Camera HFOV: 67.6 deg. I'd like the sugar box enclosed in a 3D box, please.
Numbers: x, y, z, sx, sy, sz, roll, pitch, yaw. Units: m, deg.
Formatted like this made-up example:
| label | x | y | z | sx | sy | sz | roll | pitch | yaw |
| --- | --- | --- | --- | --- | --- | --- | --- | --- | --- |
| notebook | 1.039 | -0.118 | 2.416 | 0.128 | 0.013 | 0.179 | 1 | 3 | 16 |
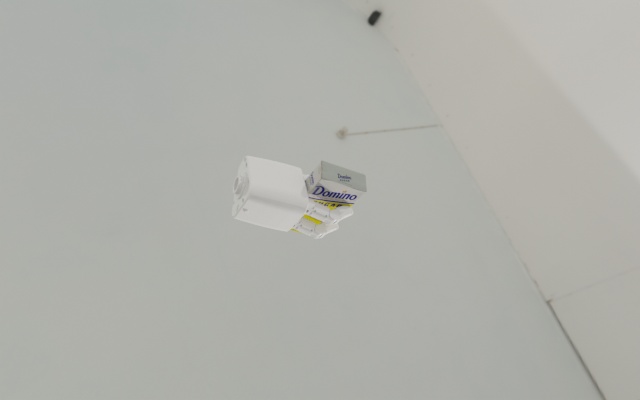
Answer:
| label | x | y | z | sx | sy | sz | roll | pitch | yaw |
| --- | --- | --- | --- | --- | --- | --- | --- | --- | --- |
| sugar box | 0.000 | 0.003 | 0.886 | 0.093 | 0.048 | 0.176 | 16 | -36 | -23 |
